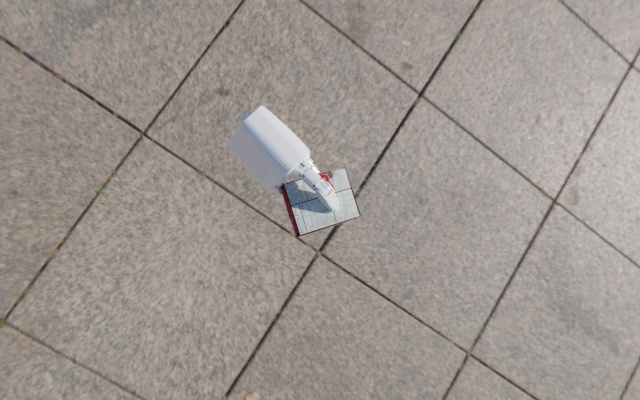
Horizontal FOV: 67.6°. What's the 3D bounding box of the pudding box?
[{"bbox_3d":[0.000,0.002,0.783,0.113,0.090,0.039,-17,-2,-13],"label":"pudding box"}]
